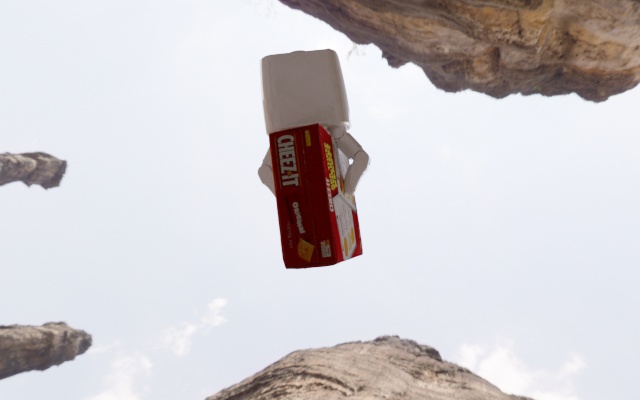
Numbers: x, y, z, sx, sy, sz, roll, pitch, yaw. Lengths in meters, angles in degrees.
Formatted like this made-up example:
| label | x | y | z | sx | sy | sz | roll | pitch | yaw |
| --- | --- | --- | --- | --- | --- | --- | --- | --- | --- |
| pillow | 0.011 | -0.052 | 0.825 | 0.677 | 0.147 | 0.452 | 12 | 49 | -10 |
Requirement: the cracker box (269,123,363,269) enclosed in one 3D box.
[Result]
| label | x | y | z | sx | sy | sz | roll | pitch | yaw |
| --- | --- | --- | --- | --- | --- | --- | --- | --- | --- |
| cracker box | 0.000 | 0.002 | 0.644 | 0.072 | 0.164 | 0.214 | -9 | -5 | 12 |
